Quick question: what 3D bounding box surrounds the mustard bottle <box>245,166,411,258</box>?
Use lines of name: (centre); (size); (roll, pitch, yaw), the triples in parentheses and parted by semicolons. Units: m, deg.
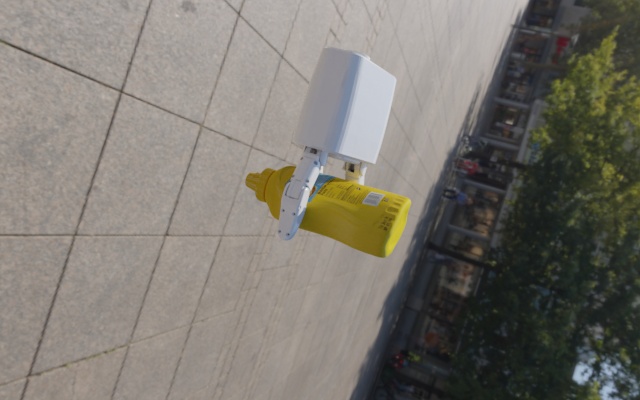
mustard bottle: (0.000, 0.002, 0.547); (0.191, 0.058, 0.096); (18, 31, 17)
